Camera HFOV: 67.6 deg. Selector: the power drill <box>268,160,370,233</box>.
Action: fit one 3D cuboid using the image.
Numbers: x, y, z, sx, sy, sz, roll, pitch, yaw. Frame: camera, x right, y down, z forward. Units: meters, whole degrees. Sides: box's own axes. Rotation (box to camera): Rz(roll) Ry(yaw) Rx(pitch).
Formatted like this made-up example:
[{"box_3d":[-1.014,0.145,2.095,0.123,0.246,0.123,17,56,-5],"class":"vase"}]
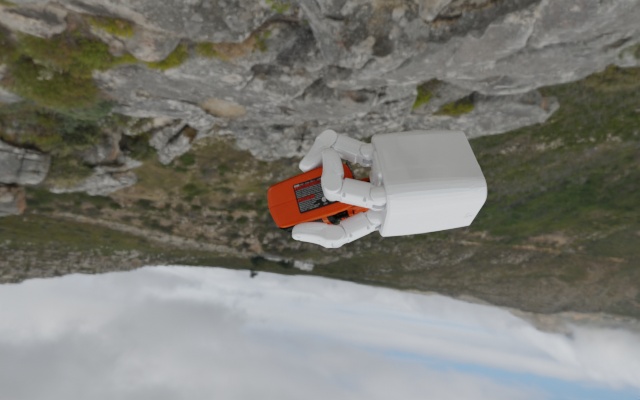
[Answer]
[{"box_3d":[0.000,0.002,0.633,0.184,0.057,0.187,-20,-7,15],"class":"power drill"}]
